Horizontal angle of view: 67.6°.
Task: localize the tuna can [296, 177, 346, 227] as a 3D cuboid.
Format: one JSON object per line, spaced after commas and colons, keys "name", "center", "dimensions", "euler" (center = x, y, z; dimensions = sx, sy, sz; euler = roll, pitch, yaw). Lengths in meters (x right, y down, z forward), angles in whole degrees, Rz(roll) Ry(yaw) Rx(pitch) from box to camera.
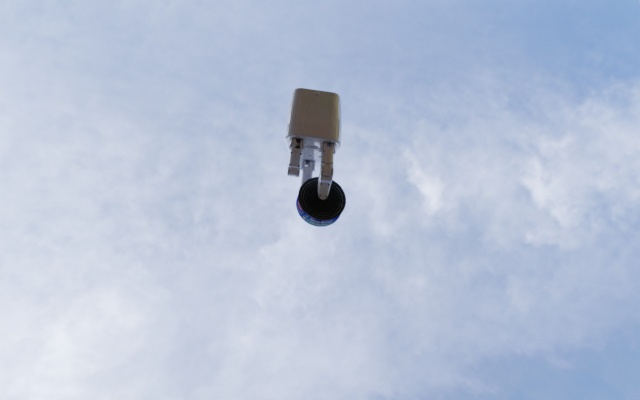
{"name": "tuna can", "center": [0.000, 0.003, 0.848], "dimensions": [0.086, 0.086, 0.034], "euler": [0, -27, -13]}
